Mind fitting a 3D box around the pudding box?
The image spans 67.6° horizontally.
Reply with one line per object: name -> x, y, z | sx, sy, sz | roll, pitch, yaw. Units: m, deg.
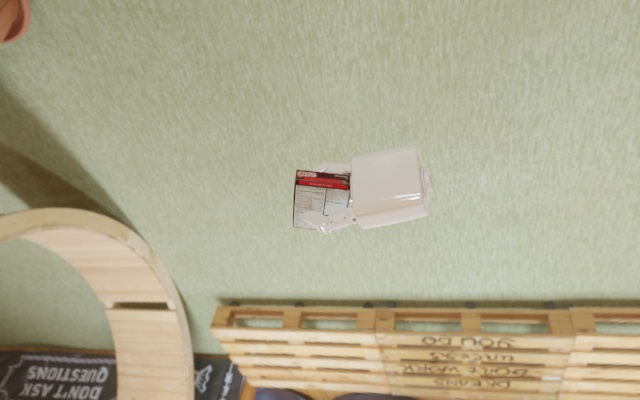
pudding box -> 0.000, 0.003, 0.785 | 0.090, 0.039, 0.114 | 7, -43, 0
